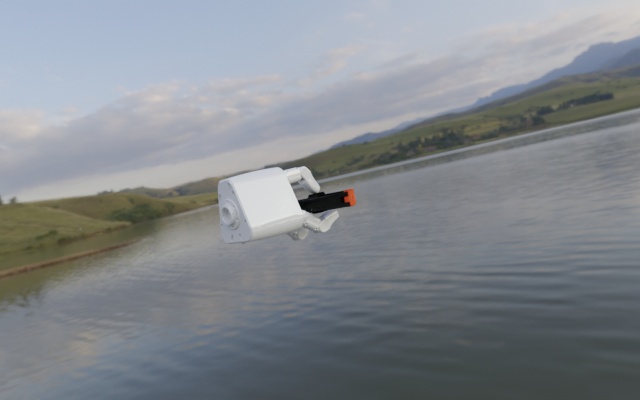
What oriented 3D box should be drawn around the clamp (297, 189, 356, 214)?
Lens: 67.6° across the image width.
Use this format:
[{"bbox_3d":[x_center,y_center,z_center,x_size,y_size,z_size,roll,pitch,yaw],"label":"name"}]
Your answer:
[{"bbox_3d":[0.000,0.002,0.876,0.164,0.036,0.210,-15,3,-42],"label":"clamp"}]
